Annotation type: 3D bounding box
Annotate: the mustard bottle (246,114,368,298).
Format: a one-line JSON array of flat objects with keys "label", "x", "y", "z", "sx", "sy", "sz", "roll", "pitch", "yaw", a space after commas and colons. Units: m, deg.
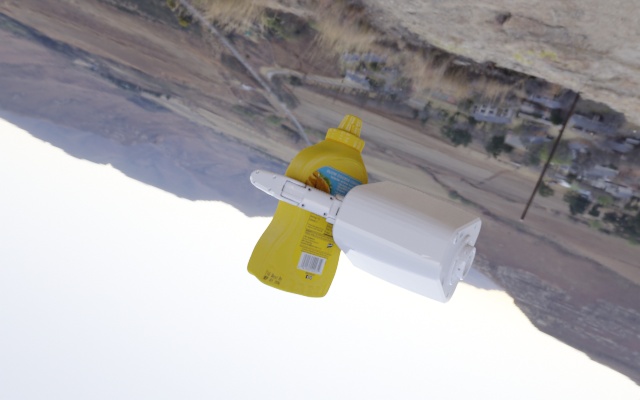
[{"label": "mustard bottle", "x": 0.000, "y": 0.002, "z": 0.498, "sx": 0.096, "sy": 0.191, "sz": 0.058, "roll": 23, "pitch": 0, "yaw": -37}]
